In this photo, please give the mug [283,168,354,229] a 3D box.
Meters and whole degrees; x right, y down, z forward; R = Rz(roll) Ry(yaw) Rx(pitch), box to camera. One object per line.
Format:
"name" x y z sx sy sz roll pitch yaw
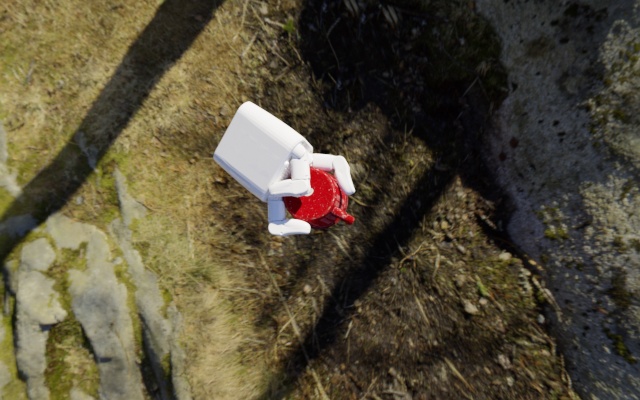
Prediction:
"mug" 0.001 0.003 0.731 0.117 0.093 0.081 36 1 13
